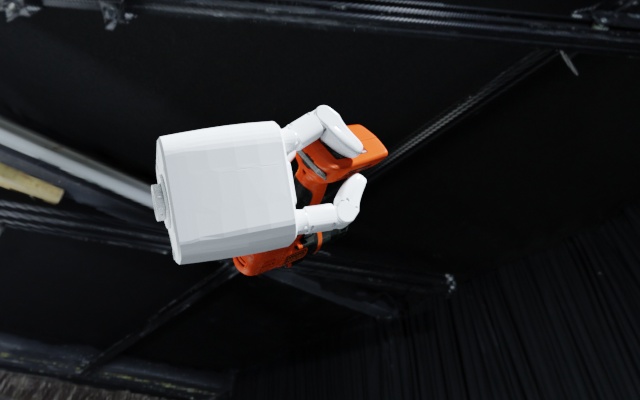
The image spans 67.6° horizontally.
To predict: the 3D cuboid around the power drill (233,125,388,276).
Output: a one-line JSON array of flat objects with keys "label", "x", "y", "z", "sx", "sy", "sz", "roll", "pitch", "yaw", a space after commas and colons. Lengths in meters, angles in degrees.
[{"label": "power drill", "x": 0.000, "y": 0.002, "z": 0.556, "sx": 0.184, "sy": 0.188, "sz": 0.057, "roll": -20, "pitch": 59, "yaw": -46}]
